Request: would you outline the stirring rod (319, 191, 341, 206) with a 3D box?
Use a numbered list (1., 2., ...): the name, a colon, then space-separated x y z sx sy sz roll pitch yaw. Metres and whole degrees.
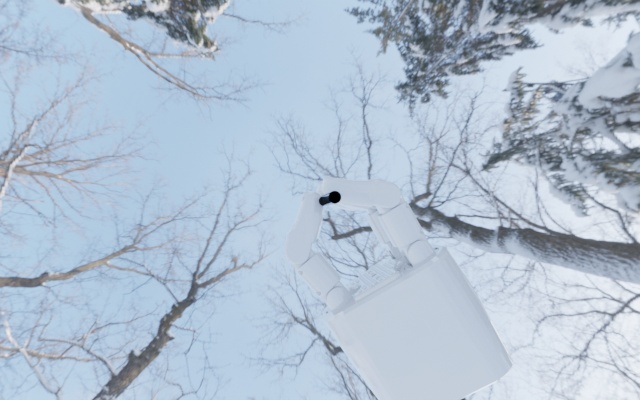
1. stirring rod: 0.000 0.001 0.417 0.011 0.011 0.239 0 -2 -4
